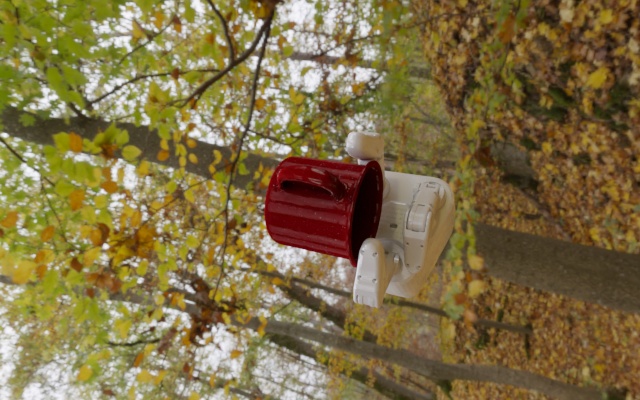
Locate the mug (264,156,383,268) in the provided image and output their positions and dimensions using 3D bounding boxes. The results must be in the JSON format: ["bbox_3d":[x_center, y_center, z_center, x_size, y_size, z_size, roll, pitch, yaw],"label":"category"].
[{"bbox_3d":[-0.001,0.001,0.410,0.081,0.093,0.117,10,-17,21],"label":"mug"}]
